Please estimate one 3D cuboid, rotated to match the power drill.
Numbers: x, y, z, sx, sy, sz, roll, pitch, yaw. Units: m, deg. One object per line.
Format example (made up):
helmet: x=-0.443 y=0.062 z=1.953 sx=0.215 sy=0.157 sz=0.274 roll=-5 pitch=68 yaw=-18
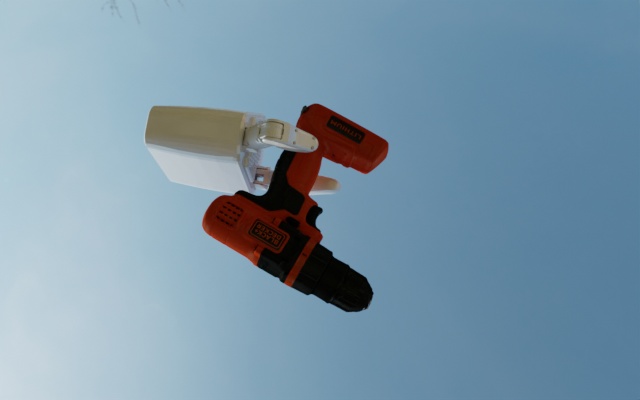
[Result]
power drill: x=0.000 y=0.001 z=0.498 sx=0.184 sy=0.187 sz=0.057 roll=30 pitch=-27 yaw=2
